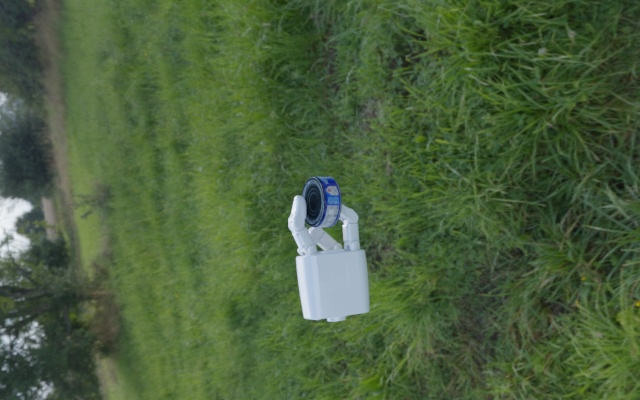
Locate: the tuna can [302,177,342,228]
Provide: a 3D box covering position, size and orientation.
[{"bbox_3d":[0.000,0.003,0.797,0.034,0.086,0.086,1,0,-29],"label":"tuna can"}]
